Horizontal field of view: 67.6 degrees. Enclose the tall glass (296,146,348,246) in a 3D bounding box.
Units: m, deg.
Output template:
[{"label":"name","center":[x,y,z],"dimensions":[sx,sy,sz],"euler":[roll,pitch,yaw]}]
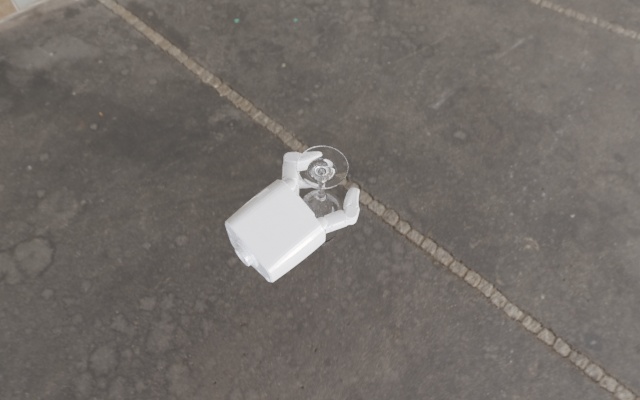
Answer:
[{"label":"tall glass","center":[0.000,0.002,0.764],"dimensions":[0.079,0.079,0.201],"euler":[0,-30,-1]}]
